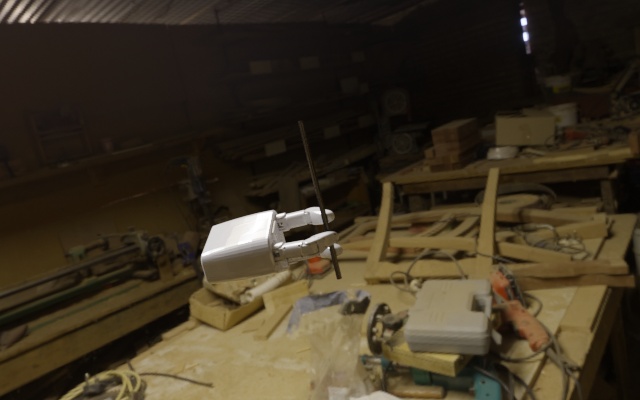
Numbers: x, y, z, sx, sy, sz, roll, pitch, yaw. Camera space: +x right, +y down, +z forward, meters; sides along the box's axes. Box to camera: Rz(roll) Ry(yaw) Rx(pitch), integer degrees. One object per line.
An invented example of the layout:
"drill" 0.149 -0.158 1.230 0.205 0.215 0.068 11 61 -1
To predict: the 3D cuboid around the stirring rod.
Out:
"stirring rod" 0.000 0.002 0.695 0.011 0.239 0.011 -13 11 3
